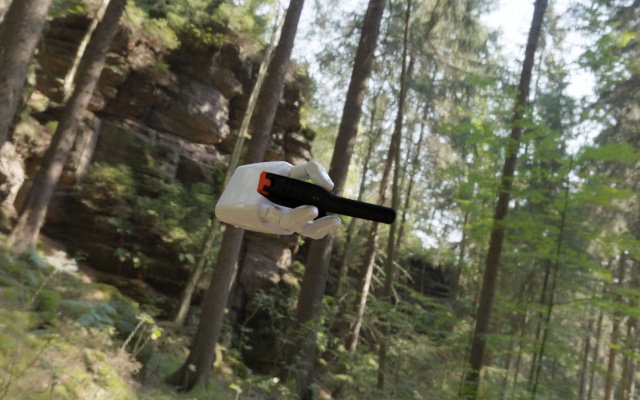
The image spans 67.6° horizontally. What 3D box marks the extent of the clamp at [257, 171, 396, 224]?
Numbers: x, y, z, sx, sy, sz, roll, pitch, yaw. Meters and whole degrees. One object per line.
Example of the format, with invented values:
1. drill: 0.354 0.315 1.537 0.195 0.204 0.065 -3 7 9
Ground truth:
1. clamp: 0.000 0.001 0.707 0.164 0.036 0.210 -3 -18 40
